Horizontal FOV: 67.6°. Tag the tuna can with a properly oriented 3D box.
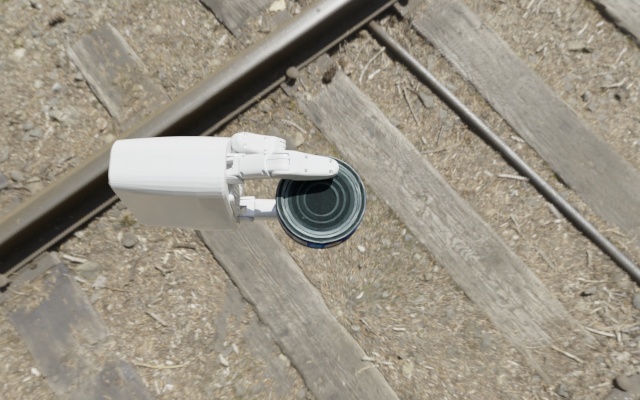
[{"bbox_3d":[0.000,0.001,0.451,0.086,0.086,0.034,0,-13,-3],"label":"tuna can"}]
